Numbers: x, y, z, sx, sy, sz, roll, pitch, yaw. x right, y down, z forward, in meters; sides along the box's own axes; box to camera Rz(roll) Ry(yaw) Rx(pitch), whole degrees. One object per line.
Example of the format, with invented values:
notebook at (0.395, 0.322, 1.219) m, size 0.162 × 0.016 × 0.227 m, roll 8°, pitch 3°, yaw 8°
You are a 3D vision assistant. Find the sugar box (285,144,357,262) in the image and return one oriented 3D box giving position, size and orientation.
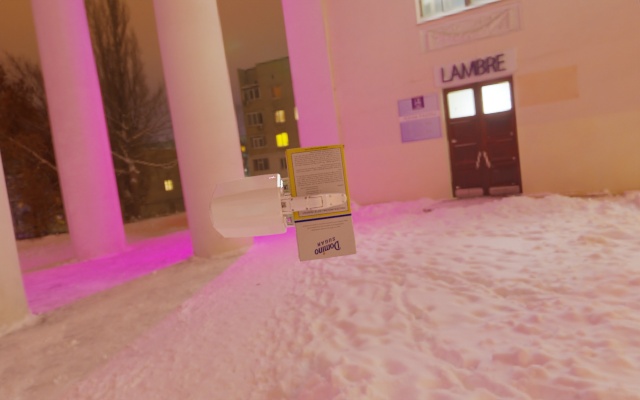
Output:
sugar box at (0.000, 0.002, 0.759) m, size 0.093 × 0.176 × 0.048 m, roll -7°, pitch 5°, yaw -5°
